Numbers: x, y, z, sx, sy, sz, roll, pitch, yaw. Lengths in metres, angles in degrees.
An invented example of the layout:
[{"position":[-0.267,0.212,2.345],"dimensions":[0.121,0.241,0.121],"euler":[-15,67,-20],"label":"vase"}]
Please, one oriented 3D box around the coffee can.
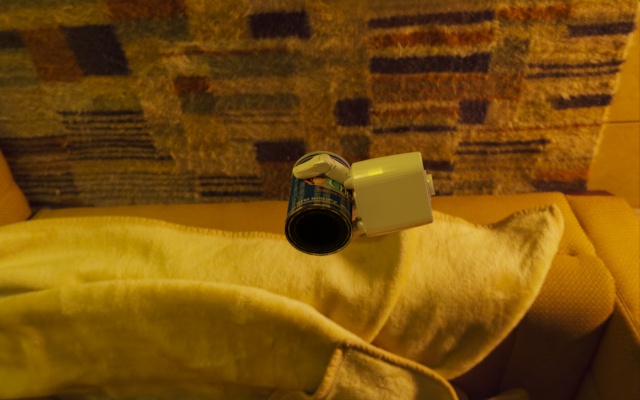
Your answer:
[{"position":[0.000,0.002,0.756],"dimensions":[0.103,0.103,0.140],"euler":[0,39,3],"label":"coffee can"}]
